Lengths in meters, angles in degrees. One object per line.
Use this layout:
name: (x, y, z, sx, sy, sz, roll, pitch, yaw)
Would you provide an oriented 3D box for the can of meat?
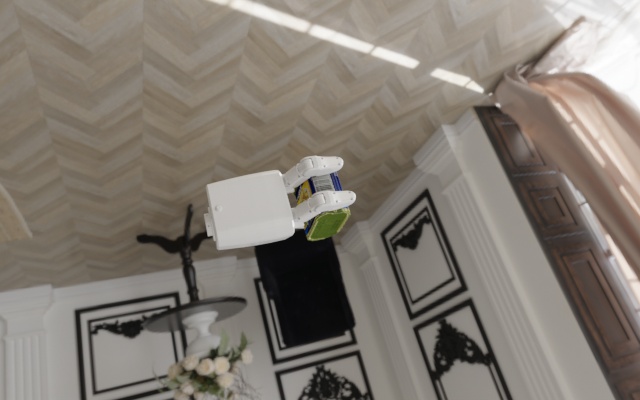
can of meat: (0.000, 0.003, 0.707, 0.057, 0.084, 0.102, -9, -24, -17)
